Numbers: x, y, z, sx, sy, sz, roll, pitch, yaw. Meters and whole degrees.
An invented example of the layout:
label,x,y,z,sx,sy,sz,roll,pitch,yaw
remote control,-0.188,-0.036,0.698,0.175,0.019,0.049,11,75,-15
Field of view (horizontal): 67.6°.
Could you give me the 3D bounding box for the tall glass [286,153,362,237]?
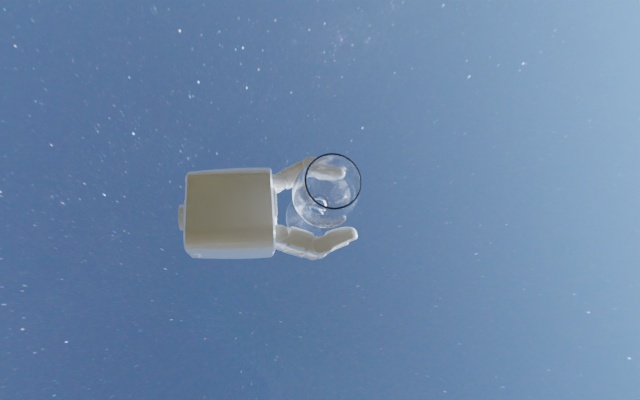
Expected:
label,x,y,z,sx,sy,sz,roll,pitch,yaw
tall glass,0.000,0.002,0.599,0.079,0.079,0.201,0,-13,-8
